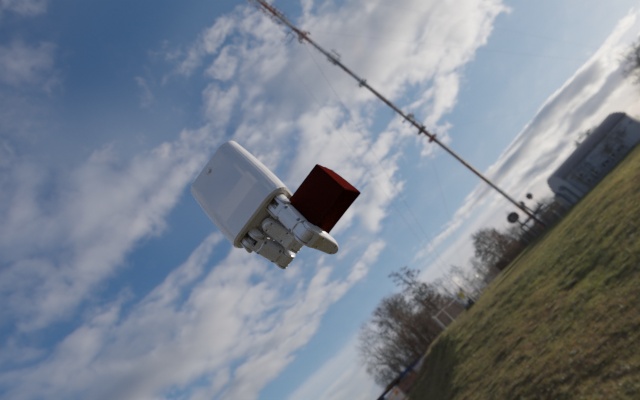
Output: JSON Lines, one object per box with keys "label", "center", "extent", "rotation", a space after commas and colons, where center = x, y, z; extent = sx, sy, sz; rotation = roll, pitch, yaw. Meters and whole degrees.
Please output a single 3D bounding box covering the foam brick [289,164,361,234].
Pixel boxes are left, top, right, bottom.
{"label": "foam brick", "center": [0.000, 0.002, 0.593], "extent": [0.051, 0.078, 0.053], "rotation": [43, 13, 24]}
